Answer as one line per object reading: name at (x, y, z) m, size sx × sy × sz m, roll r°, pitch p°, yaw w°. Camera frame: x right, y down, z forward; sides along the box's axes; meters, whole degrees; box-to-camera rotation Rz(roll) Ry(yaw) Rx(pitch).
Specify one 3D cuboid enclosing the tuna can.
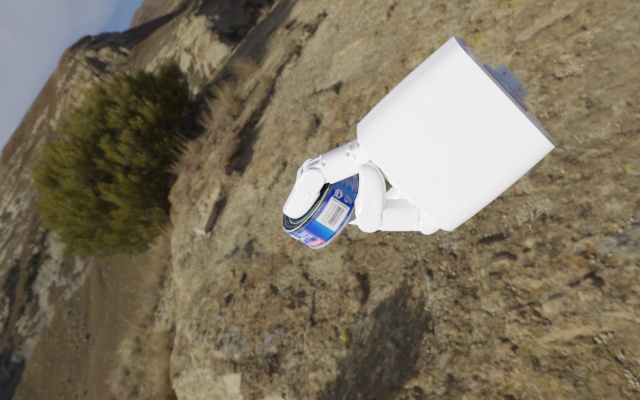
tuna can at (0.000, 0.001, 0.462) m, size 0.034 × 0.086 × 0.086 m, roll 32°, pitch -13°, yaw -22°
